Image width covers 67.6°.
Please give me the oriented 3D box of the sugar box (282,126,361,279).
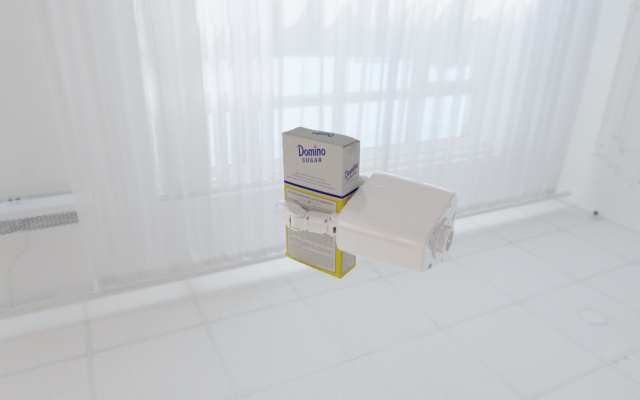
[{"bbox_3d":[0.001,0.002,0.602,0.093,0.176,0.048,17,27,31],"label":"sugar box"}]
